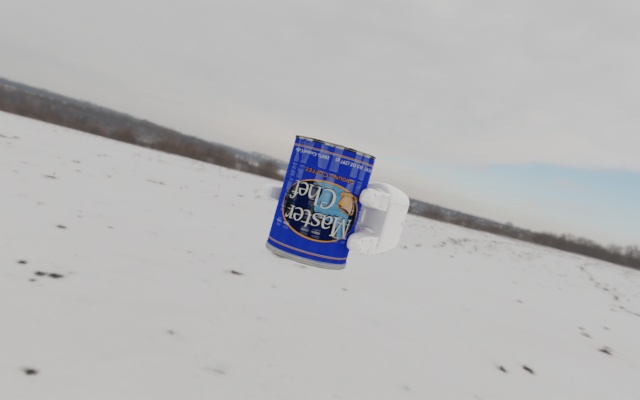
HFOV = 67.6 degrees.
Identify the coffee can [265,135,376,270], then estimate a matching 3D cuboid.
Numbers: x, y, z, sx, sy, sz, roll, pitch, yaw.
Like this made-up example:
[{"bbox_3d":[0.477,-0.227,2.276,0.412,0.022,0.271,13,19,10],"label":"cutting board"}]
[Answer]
[{"bbox_3d":[0.000,0.002,0.584,0.103,0.140,0.103,16,3,-1],"label":"coffee can"}]
